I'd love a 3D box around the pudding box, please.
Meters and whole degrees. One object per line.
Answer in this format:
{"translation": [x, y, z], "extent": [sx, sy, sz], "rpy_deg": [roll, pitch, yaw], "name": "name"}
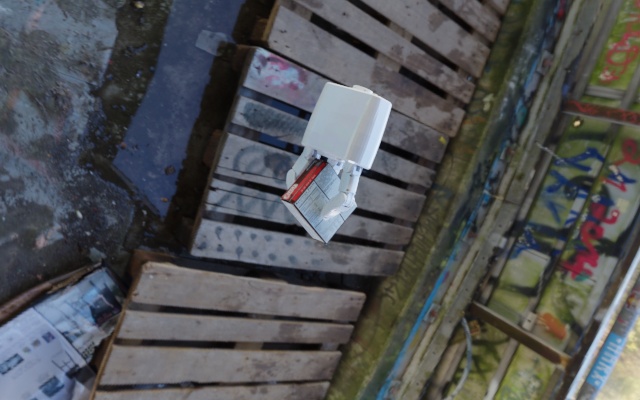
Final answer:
{"translation": [0.000, 0.002, 0.761], "extent": [0.039, 0.090, 0.113], "rpy_deg": [23, -23, 48], "name": "pudding box"}
